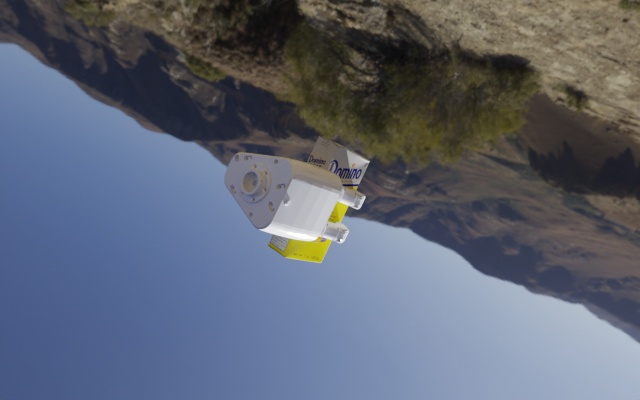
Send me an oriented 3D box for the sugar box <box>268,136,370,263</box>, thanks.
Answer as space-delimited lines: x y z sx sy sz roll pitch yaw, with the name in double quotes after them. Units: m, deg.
0.000 0.003 0.704 0.048 0.176 0.093 32 9 36 "sugar box"
